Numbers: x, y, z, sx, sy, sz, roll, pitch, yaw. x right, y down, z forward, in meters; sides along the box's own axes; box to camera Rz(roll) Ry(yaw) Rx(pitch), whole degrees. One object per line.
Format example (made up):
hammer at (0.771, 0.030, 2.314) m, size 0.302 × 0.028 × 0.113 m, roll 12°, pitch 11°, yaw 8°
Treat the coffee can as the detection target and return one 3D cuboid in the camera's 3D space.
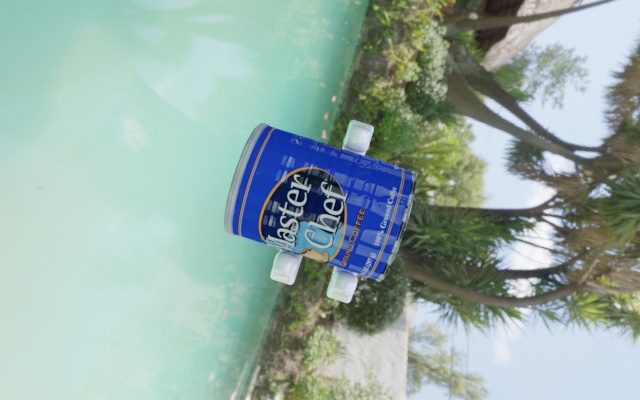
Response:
coffee can at (0.000, 0.001, 0.420) m, size 0.140 × 0.103 × 0.103 m, roll 18°, pitch 0°, yaw 1°
